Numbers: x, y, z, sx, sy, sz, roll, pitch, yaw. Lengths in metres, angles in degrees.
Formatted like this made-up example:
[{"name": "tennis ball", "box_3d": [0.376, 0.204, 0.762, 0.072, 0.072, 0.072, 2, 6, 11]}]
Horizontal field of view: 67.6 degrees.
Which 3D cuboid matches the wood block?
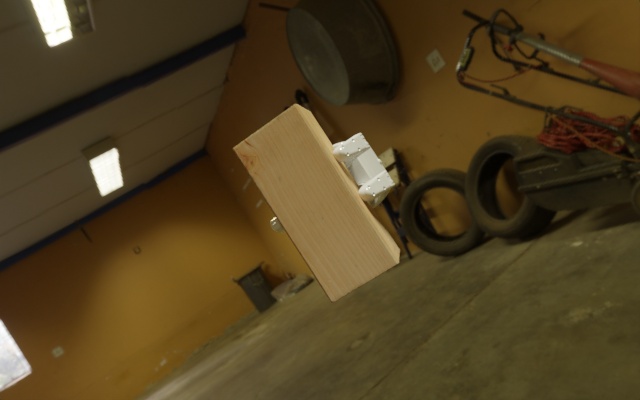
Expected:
[{"name": "wood block", "box_3d": [0.000, 0.002, 0.565, 0.091, 0.206, 0.090, -33, -2, 11]}]
